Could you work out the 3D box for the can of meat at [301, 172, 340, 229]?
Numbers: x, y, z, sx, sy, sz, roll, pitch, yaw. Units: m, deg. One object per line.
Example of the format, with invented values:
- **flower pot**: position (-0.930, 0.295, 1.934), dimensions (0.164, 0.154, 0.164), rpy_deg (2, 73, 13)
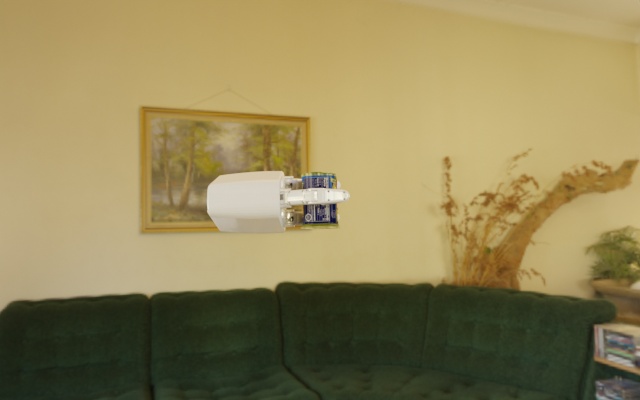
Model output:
- **can of meat**: position (0.000, 0.002, 0.742), dimensions (0.057, 0.084, 0.102), rpy_deg (-2, -4, 3)
